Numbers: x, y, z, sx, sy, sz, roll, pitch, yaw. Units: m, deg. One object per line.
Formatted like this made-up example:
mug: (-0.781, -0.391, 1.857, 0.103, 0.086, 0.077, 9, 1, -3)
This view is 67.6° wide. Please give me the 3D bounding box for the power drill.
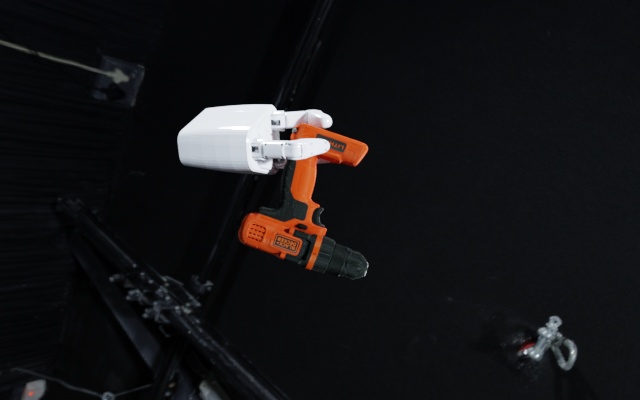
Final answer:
power drill: (0.000, 0.002, 0.656, 0.184, 0.187, 0.057, 20, -2, -5)
